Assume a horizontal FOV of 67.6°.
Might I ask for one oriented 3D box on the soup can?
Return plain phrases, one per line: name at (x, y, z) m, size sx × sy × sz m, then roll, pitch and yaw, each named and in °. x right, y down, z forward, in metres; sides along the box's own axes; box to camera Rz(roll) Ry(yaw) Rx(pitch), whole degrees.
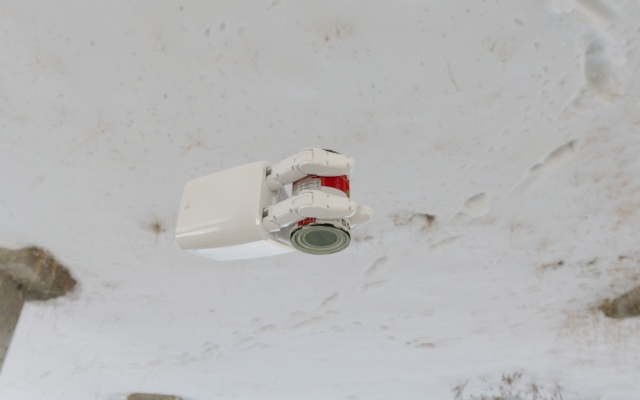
soup can at (0.001, 0.002, 0.541) m, size 0.068 × 0.102 × 0.069 m, roll 0°, pitch -33°, yaw 0°
